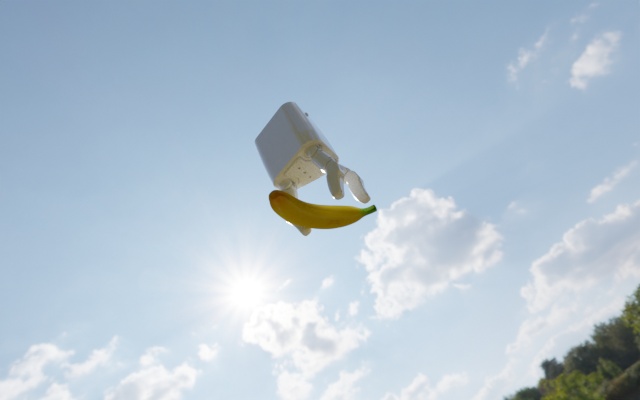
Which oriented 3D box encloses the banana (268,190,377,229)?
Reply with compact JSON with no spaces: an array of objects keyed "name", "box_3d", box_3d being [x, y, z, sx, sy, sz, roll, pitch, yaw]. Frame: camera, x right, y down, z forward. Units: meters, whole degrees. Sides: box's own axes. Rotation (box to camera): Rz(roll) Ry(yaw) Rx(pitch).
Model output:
[{"name":"banana","box_3d":[-0.007,0.014,0.709,0.198,0.037,0.070,6,-43,-40]}]
